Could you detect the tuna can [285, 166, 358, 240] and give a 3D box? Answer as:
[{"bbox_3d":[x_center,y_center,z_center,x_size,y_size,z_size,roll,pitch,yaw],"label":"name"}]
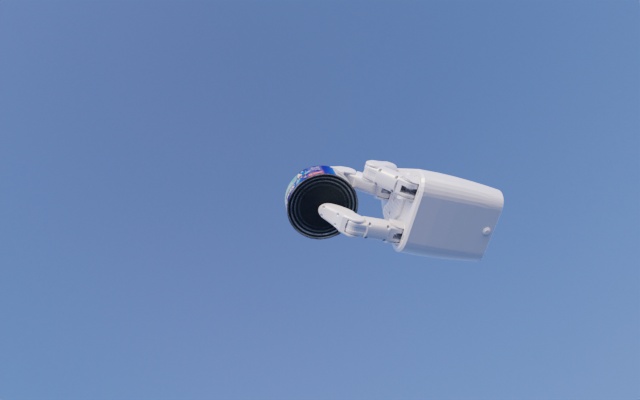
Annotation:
[{"bbox_3d":[0.000,0.002,0.577,0.086,0.086,0.033,0,25,-12],"label":"tuna can"}]
